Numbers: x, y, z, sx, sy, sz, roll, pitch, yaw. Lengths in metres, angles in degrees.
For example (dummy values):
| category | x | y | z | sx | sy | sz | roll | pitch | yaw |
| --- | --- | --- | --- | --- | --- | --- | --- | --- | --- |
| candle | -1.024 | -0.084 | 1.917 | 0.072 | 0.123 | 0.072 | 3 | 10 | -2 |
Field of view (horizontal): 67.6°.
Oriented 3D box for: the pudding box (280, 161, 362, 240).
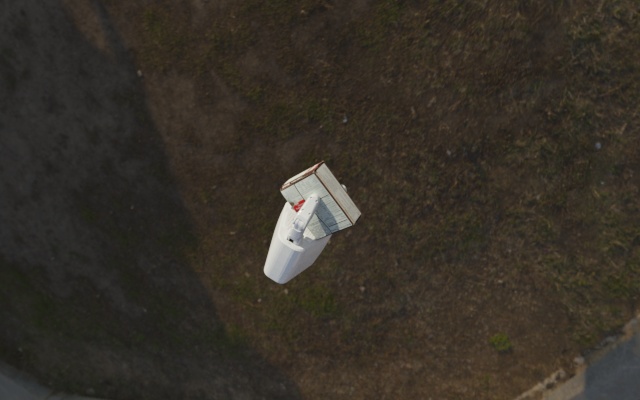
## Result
| category | x | y | z | sx | sy | sz | roll | pitch | yaw |
| --- | --- | --- | --- | --- | --- | --- | --- | --- | --- |
| pudding box | 0.000 | 0.003 | 0.784 | 0.090 | 0.113 | 0.039 | -25 | 19 | 41 |
